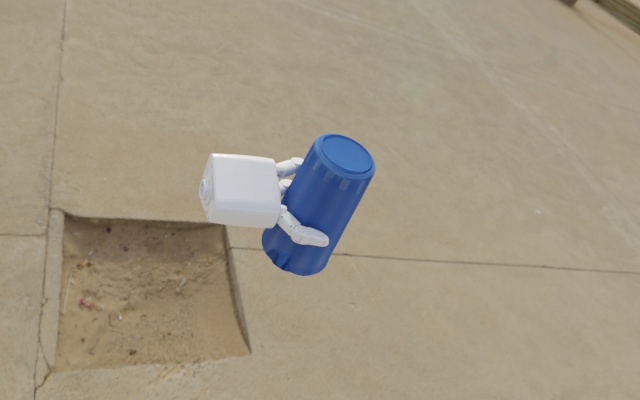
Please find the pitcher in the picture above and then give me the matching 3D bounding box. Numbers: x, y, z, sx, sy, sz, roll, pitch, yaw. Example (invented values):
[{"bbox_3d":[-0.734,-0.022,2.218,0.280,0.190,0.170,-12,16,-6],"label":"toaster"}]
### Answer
[{"bbox_3d":[0.000,0.003,0.826,0.145,0.149,0.243,4,-45,-28],"label":"pitcher"}]
